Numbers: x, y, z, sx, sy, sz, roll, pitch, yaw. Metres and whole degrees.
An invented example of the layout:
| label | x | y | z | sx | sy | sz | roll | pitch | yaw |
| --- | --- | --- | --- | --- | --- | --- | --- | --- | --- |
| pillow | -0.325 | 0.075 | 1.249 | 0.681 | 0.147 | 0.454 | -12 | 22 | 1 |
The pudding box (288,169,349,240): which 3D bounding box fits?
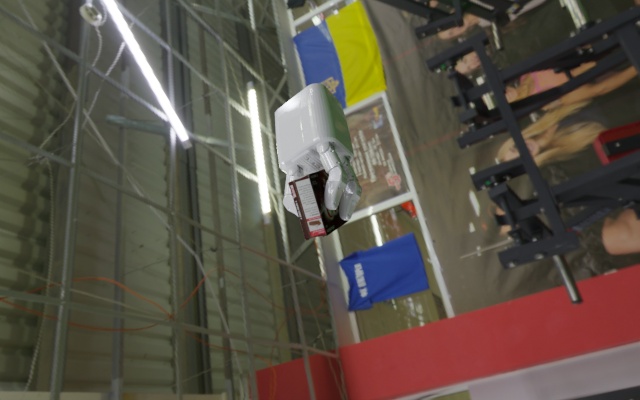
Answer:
| label | x | y | z | sx | sy | sz | roll | pitch | yaw |
| --- | --- | --- | --- | --- | --- | --- | --- | --- | --- |
| pudding box | 0.000 | 0.002 | 0.706 | 0.039 | 0.090 | 0.113 | -16 | 3 | 23 |
